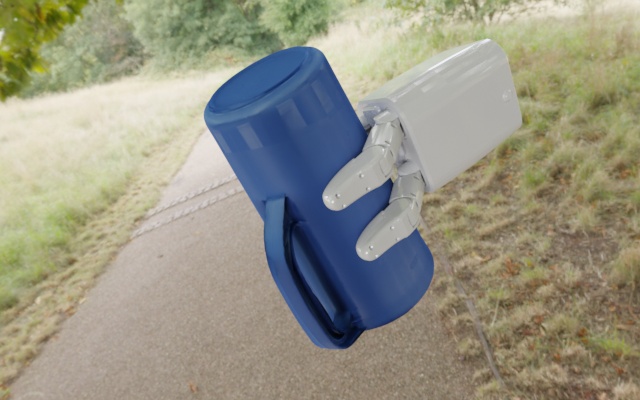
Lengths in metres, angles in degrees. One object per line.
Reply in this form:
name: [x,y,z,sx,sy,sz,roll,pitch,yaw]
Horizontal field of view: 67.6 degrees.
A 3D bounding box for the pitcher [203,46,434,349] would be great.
pitcher: [0.000,0.001,0.423,0.145,0.243,0.149,-33,31,-5]
